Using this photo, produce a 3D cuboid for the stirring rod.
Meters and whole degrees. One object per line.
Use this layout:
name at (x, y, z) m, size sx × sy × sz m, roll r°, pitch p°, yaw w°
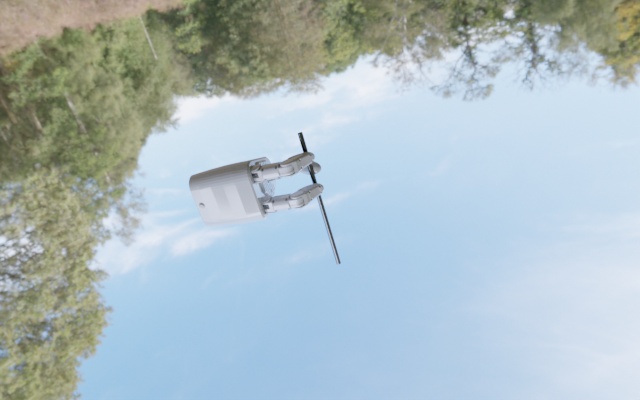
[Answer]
stirring rod at (0.000, 0.002, 0.777) m, size 0.011 × 0.240 × 0.011 m, roll -14°, pitch 24°, yaw 6°
